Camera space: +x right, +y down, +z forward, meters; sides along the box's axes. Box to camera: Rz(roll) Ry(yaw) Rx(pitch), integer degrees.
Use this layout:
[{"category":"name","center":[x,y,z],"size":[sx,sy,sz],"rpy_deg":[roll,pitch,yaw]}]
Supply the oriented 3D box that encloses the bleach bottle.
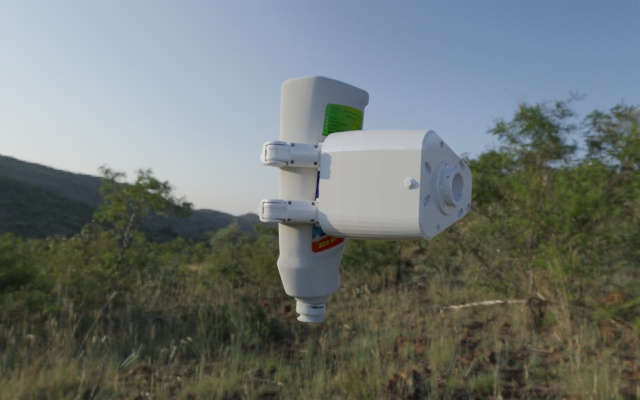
[{"category":"bleach bottle","center":[0.000,0.002,0.516],"size":[0.068,0.251,0.102],"rpy_deg":[2,0,40]}]
